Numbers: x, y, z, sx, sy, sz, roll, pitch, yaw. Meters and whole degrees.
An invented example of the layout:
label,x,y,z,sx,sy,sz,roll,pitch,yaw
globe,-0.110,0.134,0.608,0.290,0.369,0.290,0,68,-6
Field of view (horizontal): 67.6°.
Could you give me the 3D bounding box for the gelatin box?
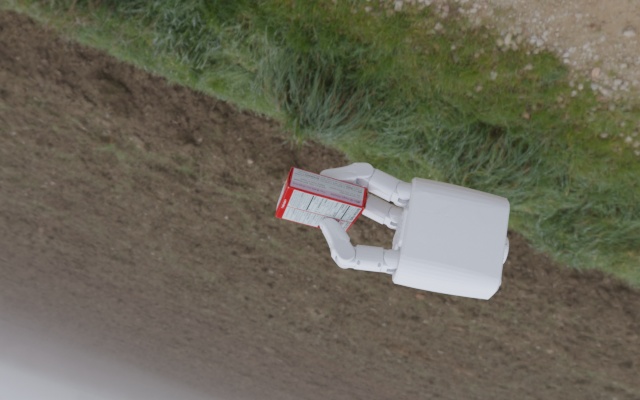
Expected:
label,x,y,z,sx,sy,sz,roll,pitch,yaw
gelatin box,0.000,0.002,0.537,0.089,0.030,0.073,15,-30,-9
